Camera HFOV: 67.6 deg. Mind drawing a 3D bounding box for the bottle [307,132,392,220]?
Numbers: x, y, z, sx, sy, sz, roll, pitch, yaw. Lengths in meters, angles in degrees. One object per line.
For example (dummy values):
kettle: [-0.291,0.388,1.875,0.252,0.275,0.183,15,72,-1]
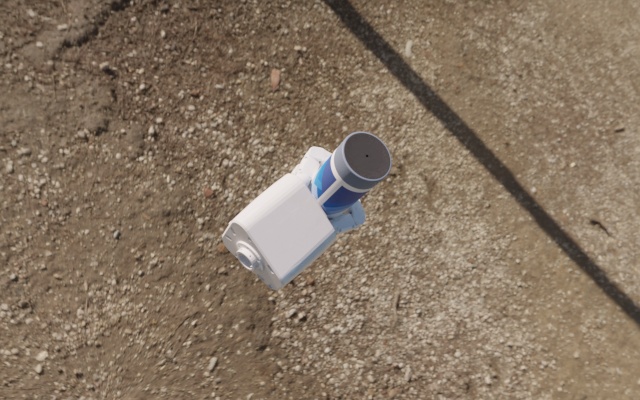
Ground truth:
bottle: [0.000,0.002,0.690,0.069,0.069,0.296,0,-22,-24]
